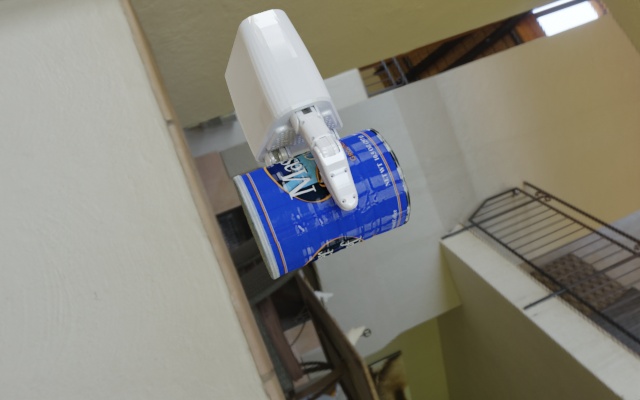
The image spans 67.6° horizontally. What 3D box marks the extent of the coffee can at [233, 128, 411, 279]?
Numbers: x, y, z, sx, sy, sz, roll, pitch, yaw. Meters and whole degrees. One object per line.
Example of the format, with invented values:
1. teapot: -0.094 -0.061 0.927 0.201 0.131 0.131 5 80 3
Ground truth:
1. coffee can: 0.000 0.002 0.460 0.140 0.103 0.103 -21 4 -11
